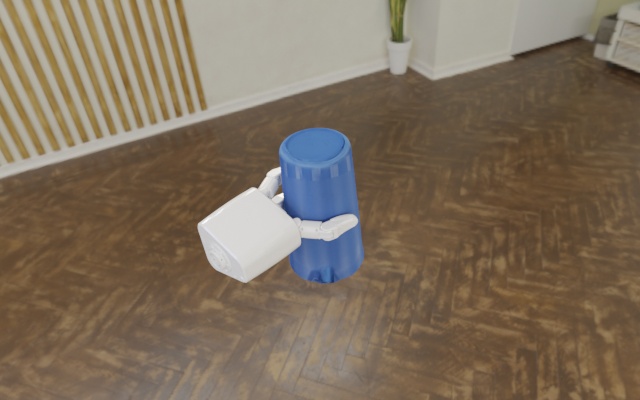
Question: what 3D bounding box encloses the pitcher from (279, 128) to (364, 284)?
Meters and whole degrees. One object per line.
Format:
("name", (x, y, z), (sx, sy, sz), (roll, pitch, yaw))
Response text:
("pitcher", (0.000, 0.003, 0.788), (0.149, 0.243, 0.145), (29, 50, 36))
